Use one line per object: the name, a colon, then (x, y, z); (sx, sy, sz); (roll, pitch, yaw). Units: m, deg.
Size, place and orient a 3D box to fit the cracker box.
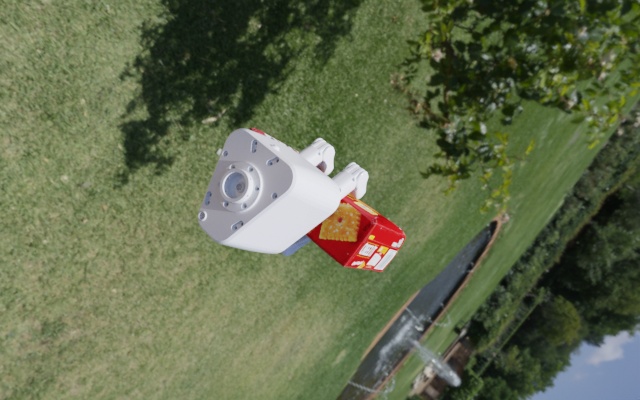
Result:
cracker box: (0.000, 0.002, 0.639); (0.213, 0.072, 0.164); (39, 6, 24)
